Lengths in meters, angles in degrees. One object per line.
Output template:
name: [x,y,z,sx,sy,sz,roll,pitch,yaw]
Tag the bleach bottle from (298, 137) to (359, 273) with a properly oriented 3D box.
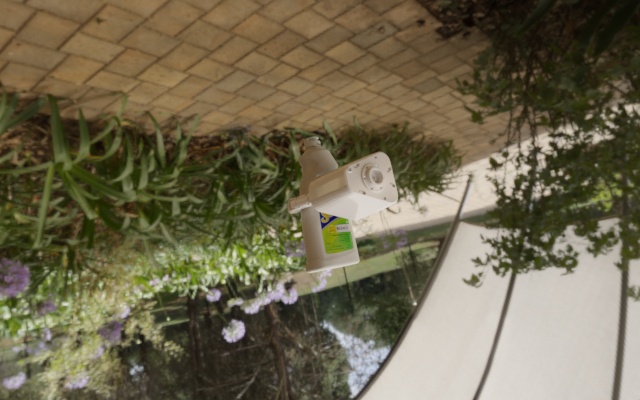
bleach bottle: [0.000,0.003,0.896,0.102,0.250,0.068,-5,-11,-35]
